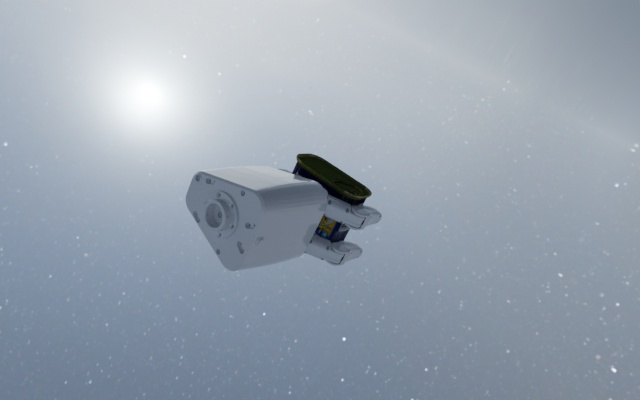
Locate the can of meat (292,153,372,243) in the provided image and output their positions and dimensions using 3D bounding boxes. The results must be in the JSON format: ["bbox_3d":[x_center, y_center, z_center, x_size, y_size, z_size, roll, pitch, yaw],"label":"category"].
[{"bbox_3d":[0.000,0.002,0.602,0.102,0.084,0.057,35,22,22],"label":"can of meat"}]
